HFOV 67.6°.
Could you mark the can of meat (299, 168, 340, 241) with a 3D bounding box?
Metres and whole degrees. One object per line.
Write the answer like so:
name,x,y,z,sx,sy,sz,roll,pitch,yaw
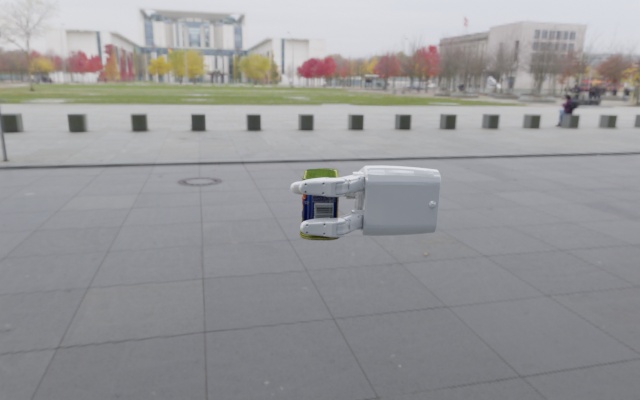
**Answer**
can of meat,0.000,0.002,0.688,0.057,0.084,0.102,2,14,0
